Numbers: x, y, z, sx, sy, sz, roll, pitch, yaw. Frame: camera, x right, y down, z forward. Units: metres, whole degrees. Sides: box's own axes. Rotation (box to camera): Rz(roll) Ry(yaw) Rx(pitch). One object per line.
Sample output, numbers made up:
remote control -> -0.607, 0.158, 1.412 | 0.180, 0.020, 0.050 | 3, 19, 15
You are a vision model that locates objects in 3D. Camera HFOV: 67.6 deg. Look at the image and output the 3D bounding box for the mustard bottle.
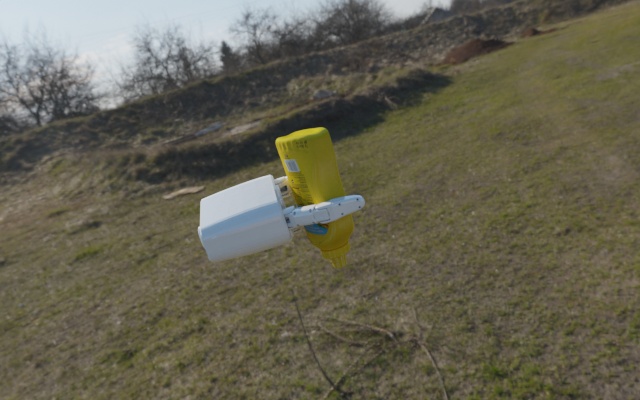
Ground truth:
mustard bottle -> 0.000, 0.002, 0.637 | 0.058, 0.192, 0.096 | -24, 16, -28
